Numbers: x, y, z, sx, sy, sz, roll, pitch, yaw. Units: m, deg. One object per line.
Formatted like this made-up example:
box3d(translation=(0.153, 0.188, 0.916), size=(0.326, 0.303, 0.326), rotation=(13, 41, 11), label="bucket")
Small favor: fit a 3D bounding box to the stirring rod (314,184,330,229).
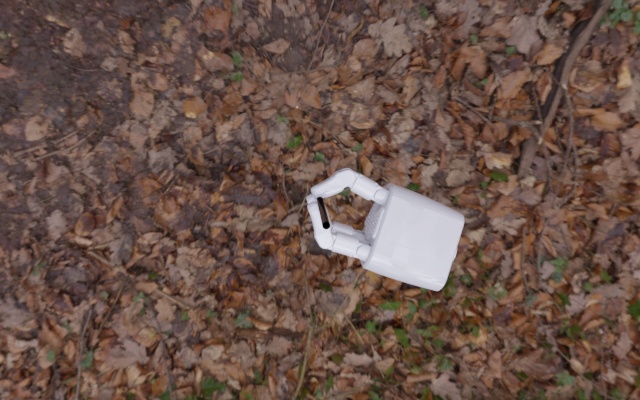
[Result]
box3d(translation=(0.000, 0.002, 0.592), size=(0.011, 0.011, 0.239), rotation=(0, 11, -3), label="stirring rod")
